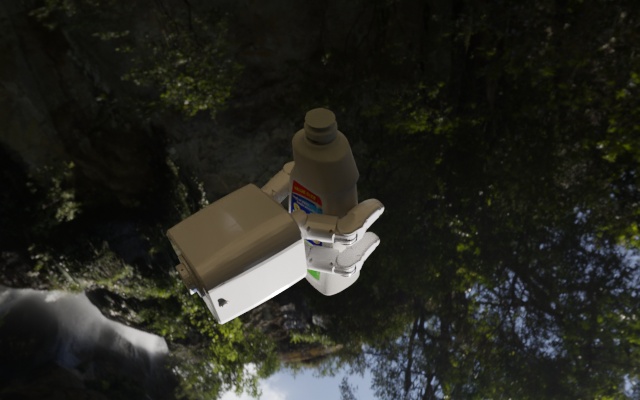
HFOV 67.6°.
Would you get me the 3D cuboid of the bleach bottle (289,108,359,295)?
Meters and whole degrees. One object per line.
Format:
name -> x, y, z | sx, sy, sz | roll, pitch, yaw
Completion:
bleach bottle -> 0.000, 0.002, 0.534 | 0.068, 0.251, 0.102 | -29, 53, -20
